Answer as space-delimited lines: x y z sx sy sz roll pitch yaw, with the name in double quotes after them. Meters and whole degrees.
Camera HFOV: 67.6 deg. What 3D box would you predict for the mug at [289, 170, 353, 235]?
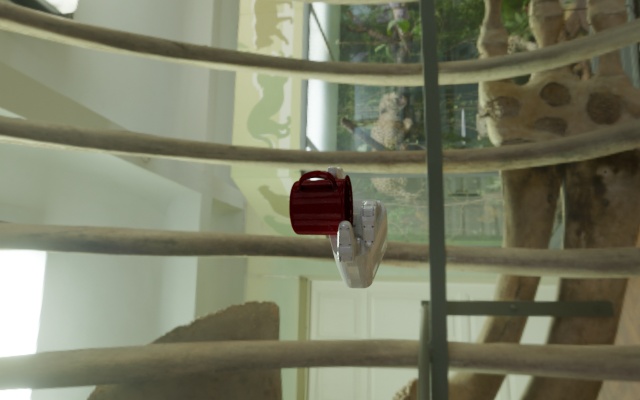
0.000 0.001 0.694 0.081 0.093 0.117 -1 -40 12 "mug"
